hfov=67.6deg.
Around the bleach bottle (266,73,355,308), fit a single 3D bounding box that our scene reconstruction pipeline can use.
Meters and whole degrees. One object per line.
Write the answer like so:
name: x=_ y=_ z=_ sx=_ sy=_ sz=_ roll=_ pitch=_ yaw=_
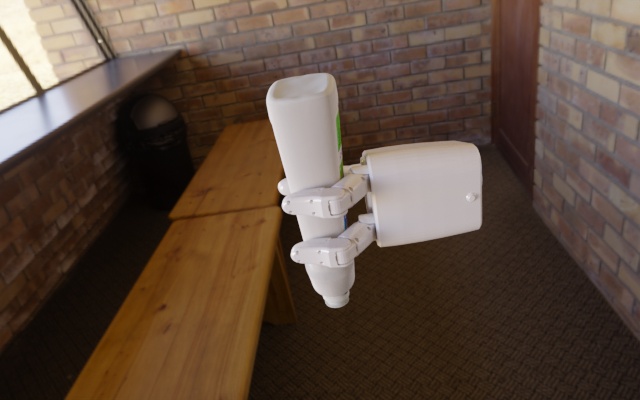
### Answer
bleach bottle: x=0.000 y=0.002 z=0.509 sx=0.068 sy=0.251 sz=0.102 roll=-8 pitch=27 yaw=4
